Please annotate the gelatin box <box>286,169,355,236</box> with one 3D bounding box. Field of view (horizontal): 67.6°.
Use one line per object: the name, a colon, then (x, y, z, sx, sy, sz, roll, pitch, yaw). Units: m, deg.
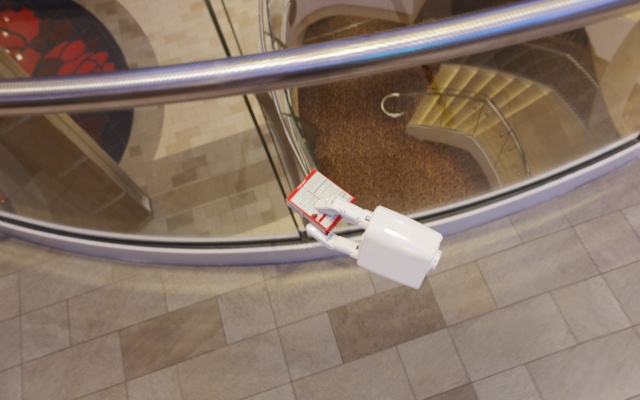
gelatin box: (0.000, 0.002, 0.781, 0.089, 0.073, 0.030, 37, -18, 13)
